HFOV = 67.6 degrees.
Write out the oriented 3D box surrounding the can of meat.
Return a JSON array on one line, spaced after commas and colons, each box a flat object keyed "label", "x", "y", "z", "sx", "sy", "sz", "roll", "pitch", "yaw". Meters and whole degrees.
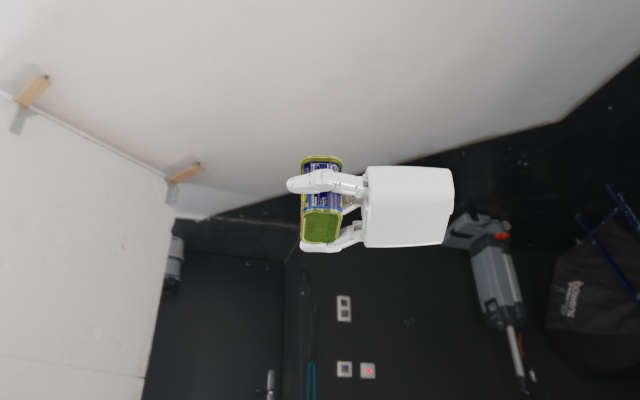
[{"label": "can of meat", "x": 0.000, "y": 0.002, "z": 0.647, "sx": 0.057, "sy": 0.084, "sz": 0.102, "roll": 1, "pitch": -30, "yaw": -3}]
